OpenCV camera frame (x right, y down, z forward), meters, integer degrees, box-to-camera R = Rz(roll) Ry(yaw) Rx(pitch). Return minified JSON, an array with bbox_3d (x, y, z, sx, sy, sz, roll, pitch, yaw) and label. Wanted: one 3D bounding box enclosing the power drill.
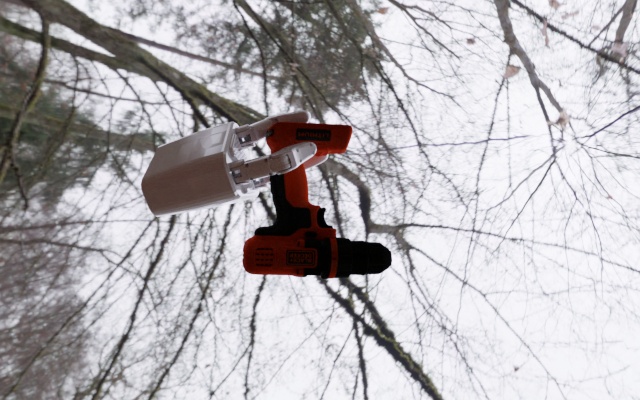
[{"bbox_3d":[0.000,0.001,0.584,0.184,0.187,0.057,2,-4,-12],"label":"power drill"}]
